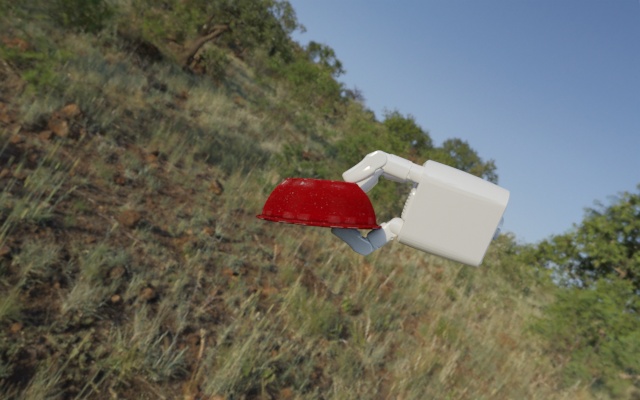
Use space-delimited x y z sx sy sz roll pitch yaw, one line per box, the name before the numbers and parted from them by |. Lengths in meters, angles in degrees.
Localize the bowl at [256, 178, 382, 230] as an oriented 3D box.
bowl | -0.001 0.001 0.611 0.162 0.055 0.162 4 1 0
